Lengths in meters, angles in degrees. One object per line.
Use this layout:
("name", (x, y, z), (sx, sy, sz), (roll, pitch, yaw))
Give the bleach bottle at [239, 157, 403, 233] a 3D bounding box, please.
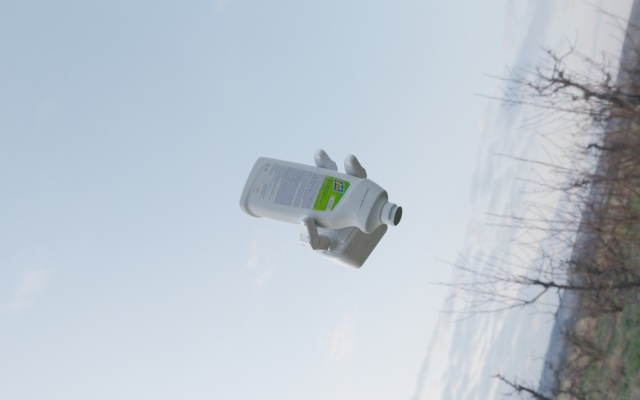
("bleach bottle", (0.000, 0.002, 0.721), (0.251, 0.102, 0.068), (15, -11, 31))
